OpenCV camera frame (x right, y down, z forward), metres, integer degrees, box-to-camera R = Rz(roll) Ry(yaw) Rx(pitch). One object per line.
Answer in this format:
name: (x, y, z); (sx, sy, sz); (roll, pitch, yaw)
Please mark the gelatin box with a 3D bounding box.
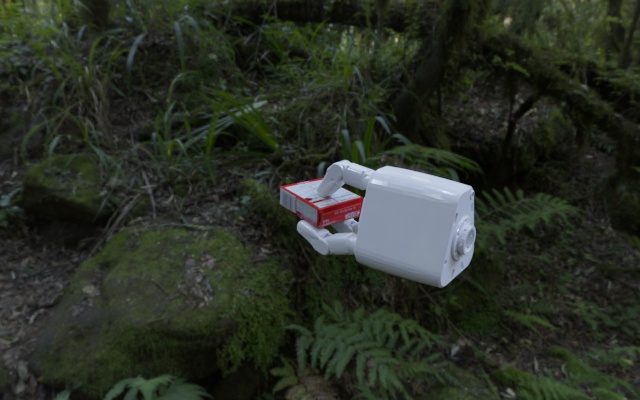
gelatin box: (0.000, 0.002, 0.631); (0.073, 0.030, 0.089); (-14, 29, -36)
